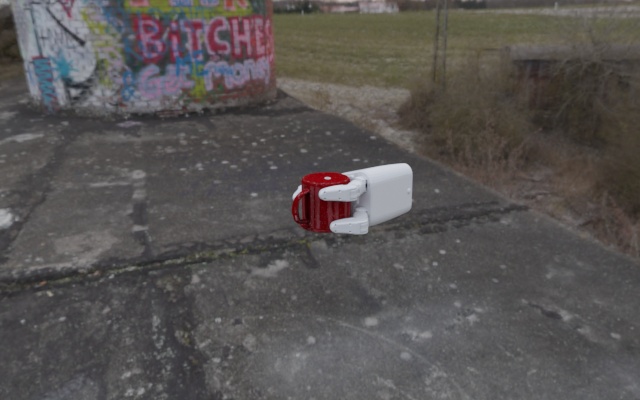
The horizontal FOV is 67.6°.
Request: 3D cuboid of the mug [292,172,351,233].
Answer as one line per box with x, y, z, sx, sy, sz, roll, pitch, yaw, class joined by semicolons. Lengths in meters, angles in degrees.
-0.001;0.003;0.791;0.117;0.081;0.093;-14;21;-37;mug
